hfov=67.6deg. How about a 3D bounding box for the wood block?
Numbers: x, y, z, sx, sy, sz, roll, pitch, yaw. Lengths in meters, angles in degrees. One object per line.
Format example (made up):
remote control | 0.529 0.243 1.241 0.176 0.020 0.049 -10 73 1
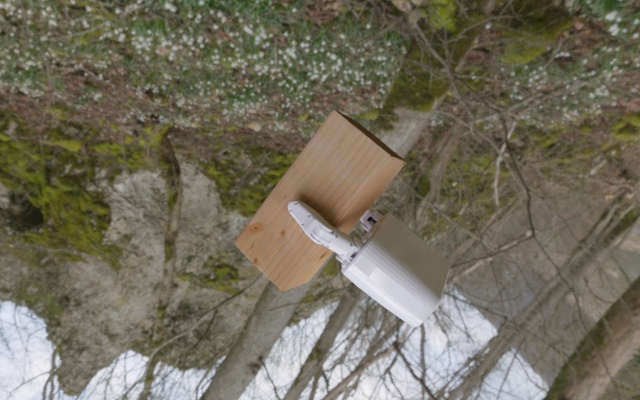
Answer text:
wood block | 0.000 0.002 0.593 0.090 0.206 0.091 42 13 16
